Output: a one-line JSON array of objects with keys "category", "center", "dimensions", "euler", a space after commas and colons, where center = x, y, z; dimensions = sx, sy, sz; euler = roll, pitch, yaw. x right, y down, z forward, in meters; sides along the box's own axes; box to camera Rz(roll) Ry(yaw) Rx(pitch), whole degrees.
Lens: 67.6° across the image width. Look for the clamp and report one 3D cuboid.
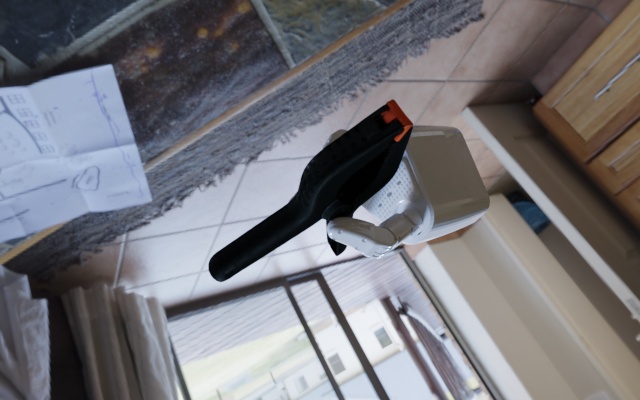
[{"category": "clamp", "center": [0.001, 0.002, 0.411], "dimensions": [0.164, 0.036, 0.210], "euler": [-12, -31, -39]}]
